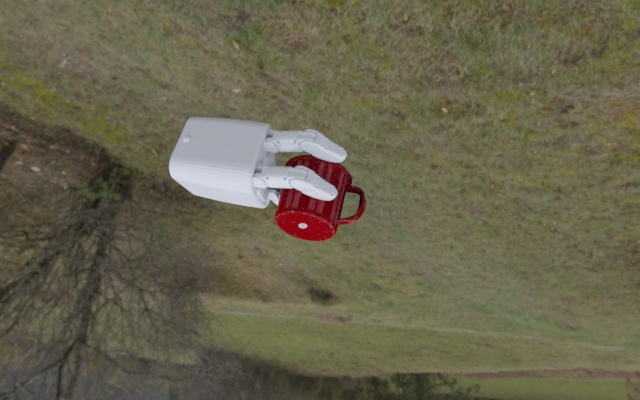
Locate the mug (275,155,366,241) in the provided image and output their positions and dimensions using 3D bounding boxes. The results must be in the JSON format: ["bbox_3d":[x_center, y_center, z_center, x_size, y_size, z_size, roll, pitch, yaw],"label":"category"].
[{"bbox_3d":[0.001,0.002,0.617,0.117,0.081,0.093,8,-29,10],"label":"mug"}]
